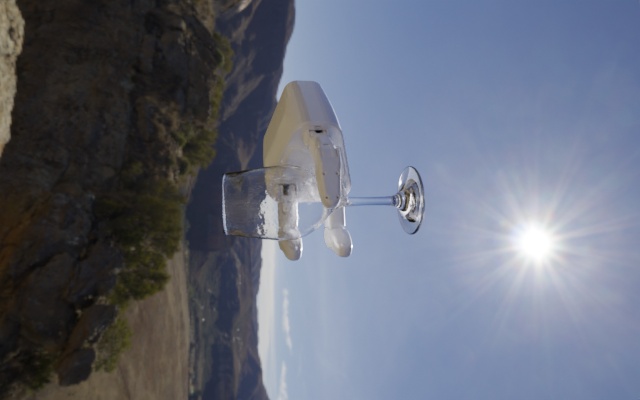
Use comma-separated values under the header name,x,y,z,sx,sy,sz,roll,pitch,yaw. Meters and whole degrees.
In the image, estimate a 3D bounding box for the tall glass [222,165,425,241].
name,x,y,z,sx,sy,sz,roll,pitch,yaw
tall glass,0.001,0.002,0.497,0.201,0.079,0.079,-1,0,-12
